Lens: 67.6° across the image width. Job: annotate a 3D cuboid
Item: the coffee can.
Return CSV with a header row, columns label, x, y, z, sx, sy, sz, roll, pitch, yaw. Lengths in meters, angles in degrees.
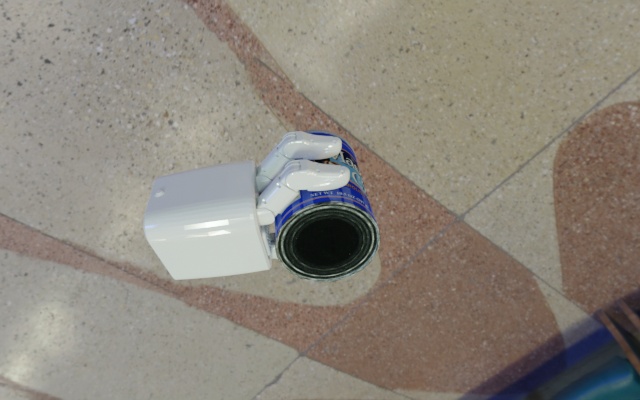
label,x,y,z,sx,sy,sz,roll,pitch,yaw
coffee can,0.000,0.002,0.514,0.103,0.103,0.140,0,36,-8
